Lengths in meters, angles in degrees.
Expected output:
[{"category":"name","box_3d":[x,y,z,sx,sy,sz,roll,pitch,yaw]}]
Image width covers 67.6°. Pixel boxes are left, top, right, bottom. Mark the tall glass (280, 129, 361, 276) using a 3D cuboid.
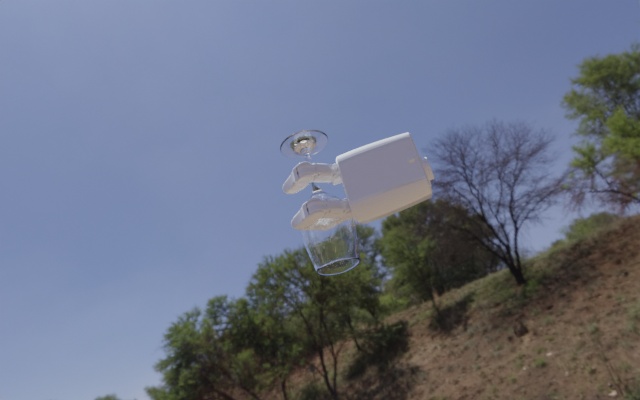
[{"category":"tall glass","box_3d":[0.000,0.002,0.678,0.079,0.201,0.079,-13,-24,-6]}]
